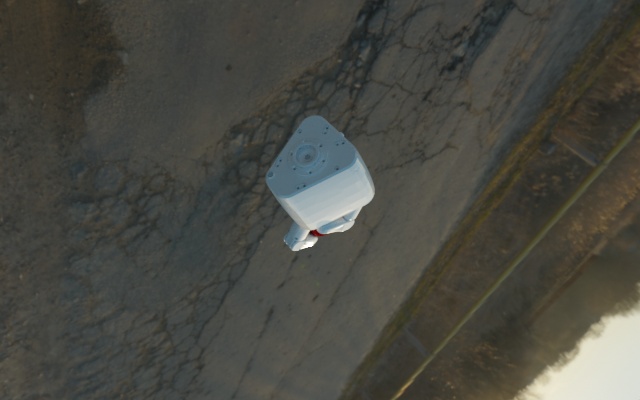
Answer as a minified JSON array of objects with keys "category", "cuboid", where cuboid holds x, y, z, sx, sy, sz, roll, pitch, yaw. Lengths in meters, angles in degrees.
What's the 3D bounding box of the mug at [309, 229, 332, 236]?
[{"category":"mug","cuboid":[0.001,0.003,0.709,0.093,0.081,0.117,-41,-27,-2]}]
